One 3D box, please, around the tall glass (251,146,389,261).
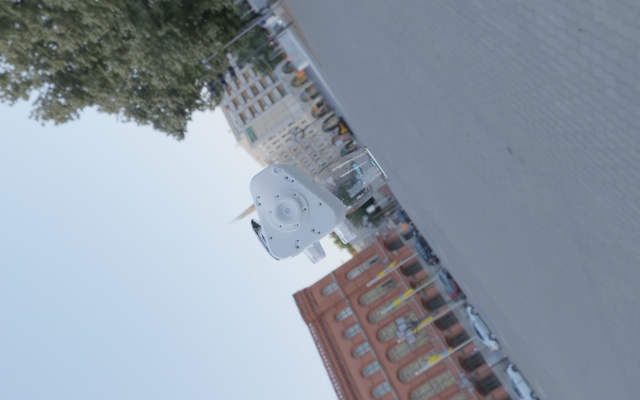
[{"bbox_3d":[0.000,0.003,0.699,0.201,0.079,0.079,-35,-4,6],"label":"tall glass"}]
